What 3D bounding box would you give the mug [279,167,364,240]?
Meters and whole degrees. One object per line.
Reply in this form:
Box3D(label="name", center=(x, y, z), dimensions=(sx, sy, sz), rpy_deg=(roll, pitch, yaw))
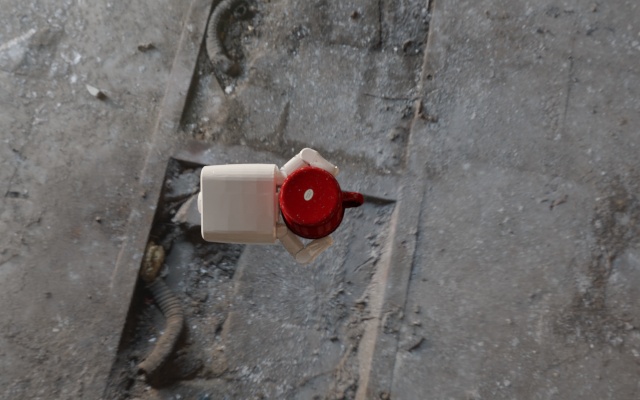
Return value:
Box3D(label="mug", center=(0.002, 0.002, 0.647), dimensions=(0.117, 0.093, 0.081), rpy_deg=(-1, -11, 1))
